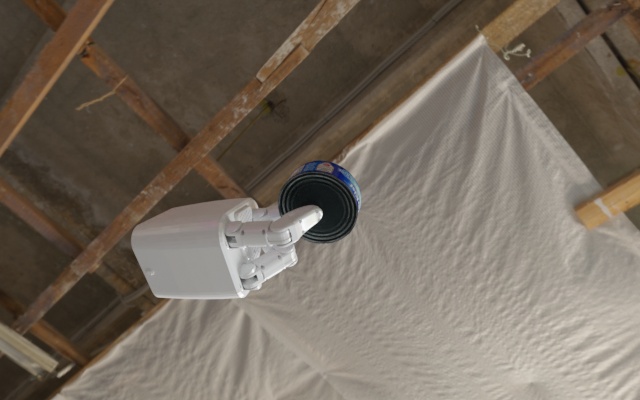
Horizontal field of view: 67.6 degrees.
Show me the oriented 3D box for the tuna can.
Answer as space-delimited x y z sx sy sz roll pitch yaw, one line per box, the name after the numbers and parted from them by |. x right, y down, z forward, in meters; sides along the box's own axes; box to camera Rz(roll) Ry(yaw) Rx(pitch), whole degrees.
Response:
0.000 0.001 0.510 0.086 0.086 0.033 0 28 14 | tuna can
